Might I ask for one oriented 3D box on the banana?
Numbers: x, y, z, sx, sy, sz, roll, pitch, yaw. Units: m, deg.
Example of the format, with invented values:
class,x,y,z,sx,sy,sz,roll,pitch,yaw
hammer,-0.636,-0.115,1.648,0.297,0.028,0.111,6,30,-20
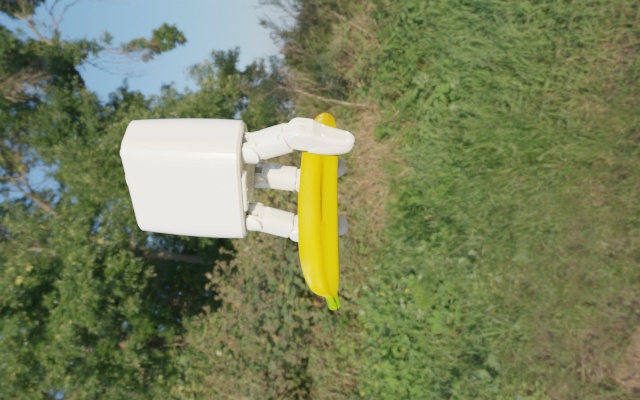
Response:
class,x,y,z,sx,sy,sz,roll,pitch,yaw
banana,-0.001,0.001,0.446,0.037,0.197,0.070,-1,-13,3
